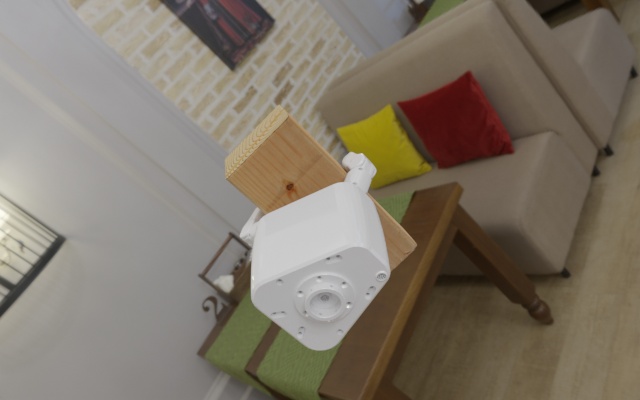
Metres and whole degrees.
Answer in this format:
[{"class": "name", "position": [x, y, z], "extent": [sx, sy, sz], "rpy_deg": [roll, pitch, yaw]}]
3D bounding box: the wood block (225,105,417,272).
[{"class": "wood block", "position": [0.000, 0.002, 0.538], "extent": [0.206, 0.091, 0.090], "rpy_deg": [44, 6, -21]}]
